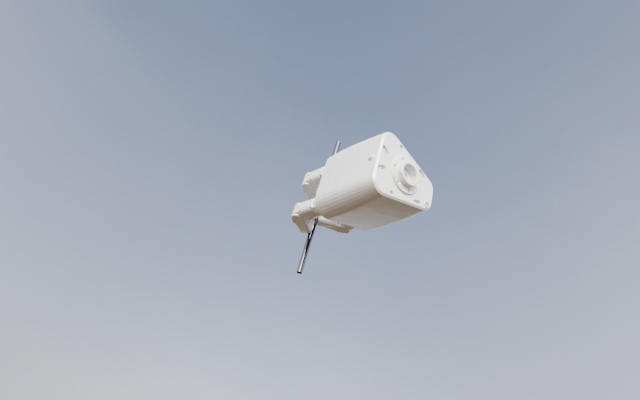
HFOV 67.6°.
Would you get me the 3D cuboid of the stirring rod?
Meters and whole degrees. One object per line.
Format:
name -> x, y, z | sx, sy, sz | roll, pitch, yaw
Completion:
stirring rod -> 0.000, 0.002, 0.731 | 0.011, 0.239, 0.011 | 12, -31, 8
